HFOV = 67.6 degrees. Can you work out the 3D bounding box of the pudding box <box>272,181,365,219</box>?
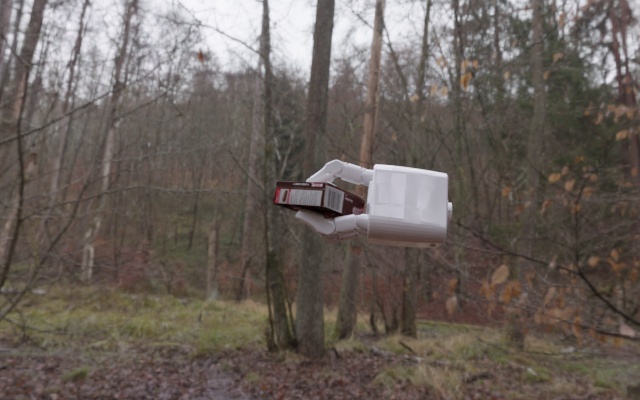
[{"bbox_3d":[0.000,0.002,0.699,0.090,0.039,0.113,2,-13,34],"label":"pudding box"}]
